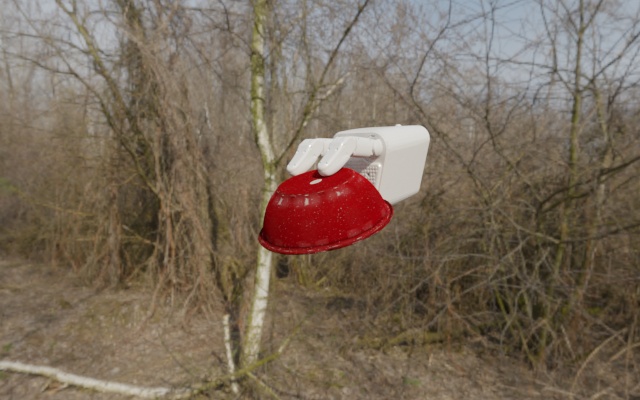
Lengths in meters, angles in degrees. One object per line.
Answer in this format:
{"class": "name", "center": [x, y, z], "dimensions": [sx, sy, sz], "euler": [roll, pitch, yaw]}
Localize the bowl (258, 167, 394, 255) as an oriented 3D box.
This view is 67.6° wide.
{"class": "bowl", "center": [-0.001, 0.002, 0.551], "dimensions": [0.162, 0.055, 0.162], "euler": [-12, 19, 4]}
